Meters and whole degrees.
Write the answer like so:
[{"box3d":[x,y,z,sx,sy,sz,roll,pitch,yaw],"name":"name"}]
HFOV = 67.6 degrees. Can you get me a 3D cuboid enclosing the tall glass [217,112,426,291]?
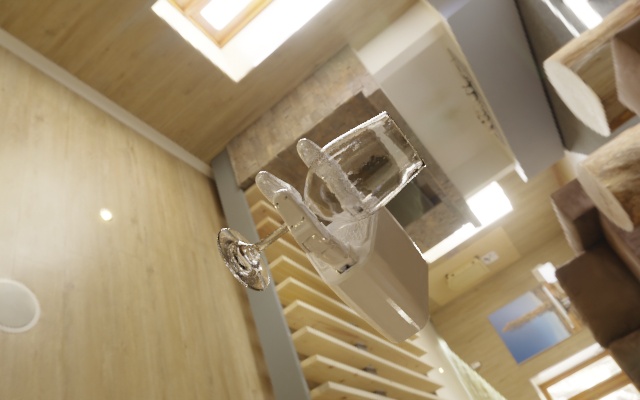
[{"box3d":[-0.001,0.002,0.455,0.201,0.079,0.079,-37,-10,14],"name":"tall glass"}]
